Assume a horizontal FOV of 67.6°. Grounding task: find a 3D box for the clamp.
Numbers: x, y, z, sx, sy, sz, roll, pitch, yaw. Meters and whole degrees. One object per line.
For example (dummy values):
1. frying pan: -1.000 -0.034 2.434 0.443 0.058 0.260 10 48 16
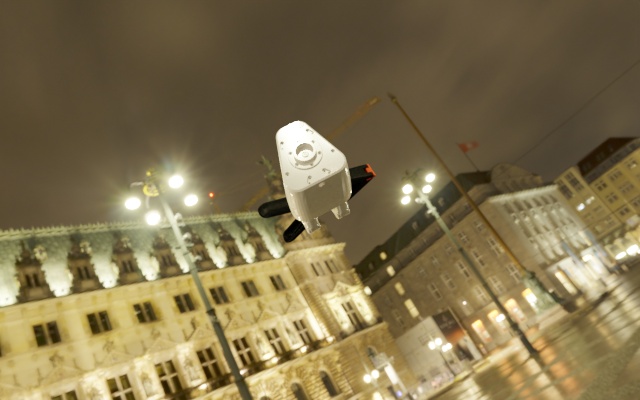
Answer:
1. clamp: 0.000 0.002 0.845 0.210 0.036 0.165 -28 -23 -7
